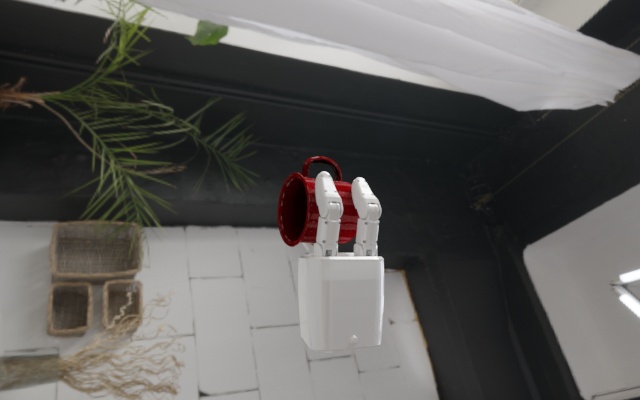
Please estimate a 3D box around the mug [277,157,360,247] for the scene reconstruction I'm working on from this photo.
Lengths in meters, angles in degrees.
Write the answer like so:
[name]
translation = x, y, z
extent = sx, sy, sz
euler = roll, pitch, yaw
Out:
[mug]
translation = 0.000, 0.001, 0.617
extent = 0.081, 0.117, 0.093
euler = 4, -5, -28
